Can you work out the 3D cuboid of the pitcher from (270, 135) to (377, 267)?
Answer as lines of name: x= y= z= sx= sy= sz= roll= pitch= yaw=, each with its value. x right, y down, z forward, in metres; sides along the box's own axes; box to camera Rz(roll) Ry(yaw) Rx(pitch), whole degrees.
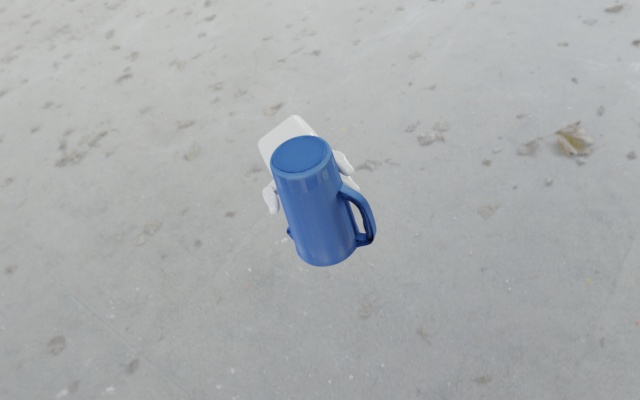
pitcher: x=0.000 y=0.003 z=0.875 sx=0.149 sy=0.243 sz=0.145 roll=-27 pitch=47 yaw=-9
